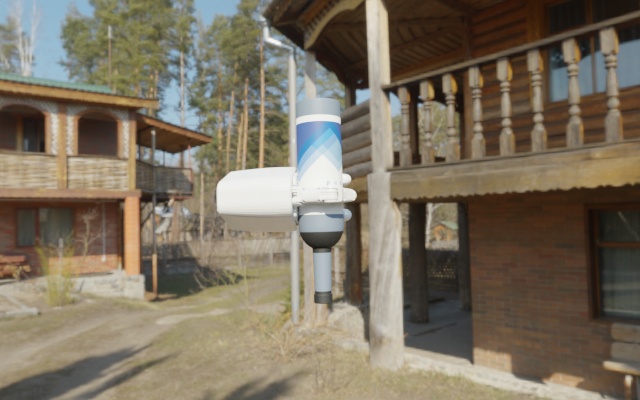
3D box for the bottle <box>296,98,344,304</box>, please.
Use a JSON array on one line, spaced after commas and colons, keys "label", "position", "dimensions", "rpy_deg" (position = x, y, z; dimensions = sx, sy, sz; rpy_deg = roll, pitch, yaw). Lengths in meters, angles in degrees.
[{"label": "bottle", "position": [0.000, 0.002, 0.705], "dimensions": [0.069, 0.295, 0.069], "rpy_deg": [-2, -3, 0]}]
